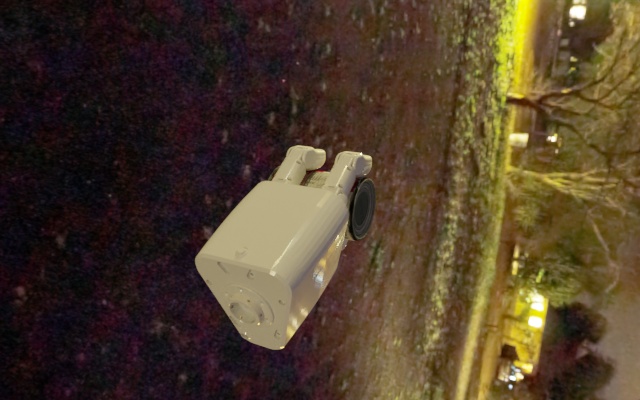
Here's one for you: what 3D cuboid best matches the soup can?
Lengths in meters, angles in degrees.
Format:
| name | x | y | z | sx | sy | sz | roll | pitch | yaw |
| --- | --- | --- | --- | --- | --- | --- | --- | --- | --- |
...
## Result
| name | x | y | z | sx | sy | sz | roll | pitch | yaw |
| --- | --- | --- | --- | --- | --- | --- | --- | --- | --- |
| soup can | 0.001 | 0.002 | 0.511 | 0.102 | 0.068 | 0.068 | 9 | 4 | 25 |
